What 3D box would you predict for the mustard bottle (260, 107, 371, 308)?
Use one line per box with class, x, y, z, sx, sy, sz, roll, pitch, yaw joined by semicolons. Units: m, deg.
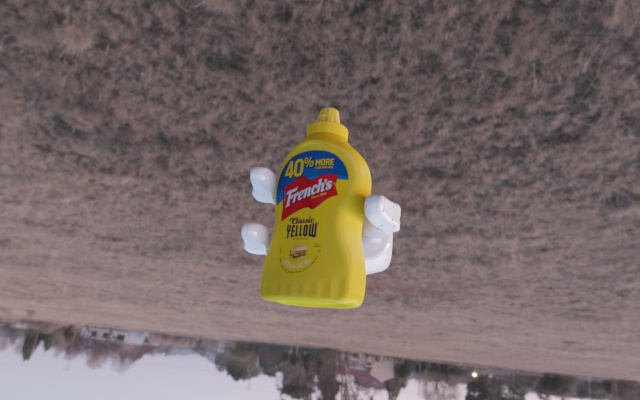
mustard bottle;0.000;0.002;0.451;0.096;0.191;0.058;-6;-21;34
